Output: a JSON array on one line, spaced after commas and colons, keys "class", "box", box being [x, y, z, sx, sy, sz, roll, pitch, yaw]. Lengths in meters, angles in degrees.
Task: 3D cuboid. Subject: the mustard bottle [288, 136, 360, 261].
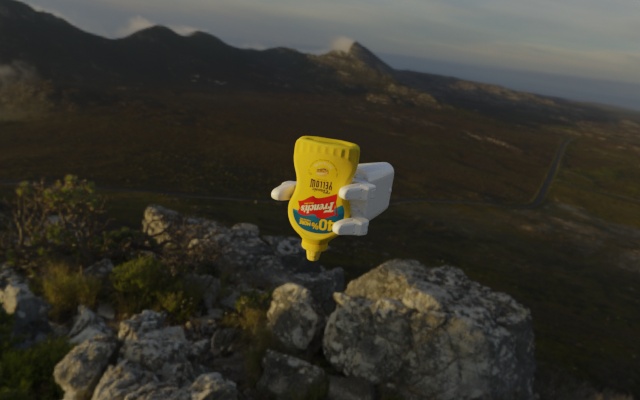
[{"class": "mustard bottle", "box": [0.000, 0.002, 0.734, 0.096, 0.192, 0.058, 9, 18, 5]}]
